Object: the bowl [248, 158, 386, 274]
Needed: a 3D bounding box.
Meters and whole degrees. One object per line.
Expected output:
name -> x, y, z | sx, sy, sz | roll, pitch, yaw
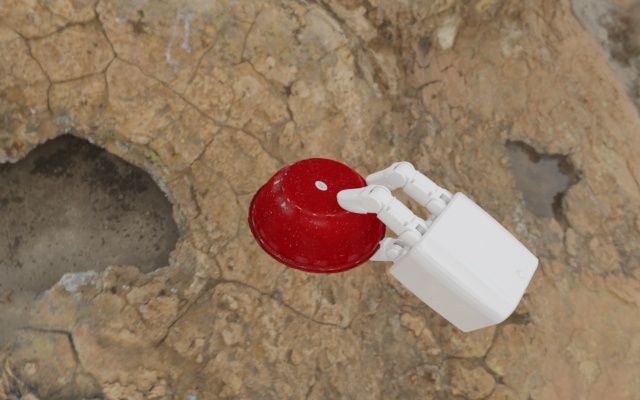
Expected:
bowl -> -0.001, 0.001, 0.539 | 0.162, 0.162, 0.055 | 0, -44, -9
